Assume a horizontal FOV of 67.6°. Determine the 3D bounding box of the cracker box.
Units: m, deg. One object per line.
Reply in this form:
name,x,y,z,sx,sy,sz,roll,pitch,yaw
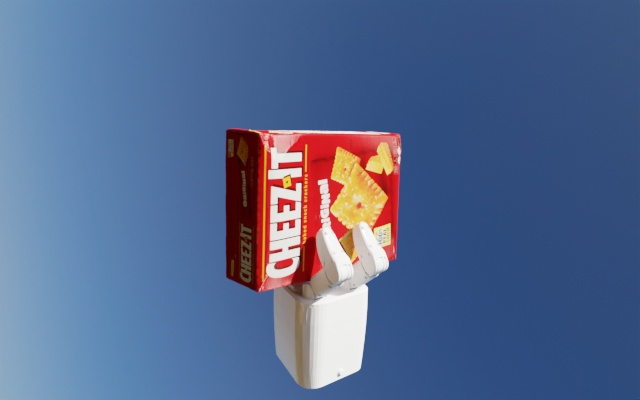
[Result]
cracker box,0.000,0.002,0.553,0.213,0.164,0.072,-6,12,-41
